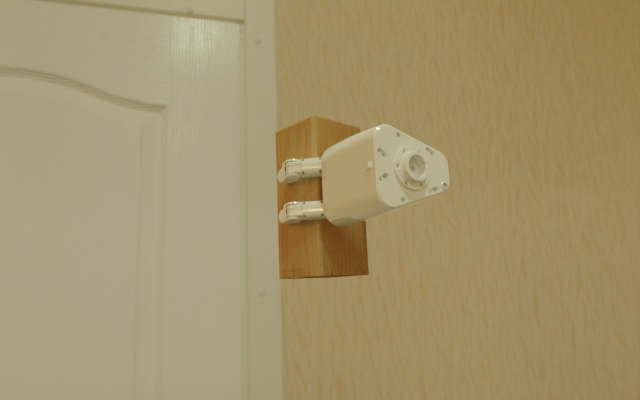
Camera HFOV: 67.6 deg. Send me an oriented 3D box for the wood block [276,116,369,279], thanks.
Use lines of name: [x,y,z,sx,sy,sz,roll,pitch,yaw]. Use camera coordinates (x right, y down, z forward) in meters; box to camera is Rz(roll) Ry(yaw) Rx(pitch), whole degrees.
wood block: [0.001,0.002,0.659,0.091,0.206,0.090,7,-14,-41]
